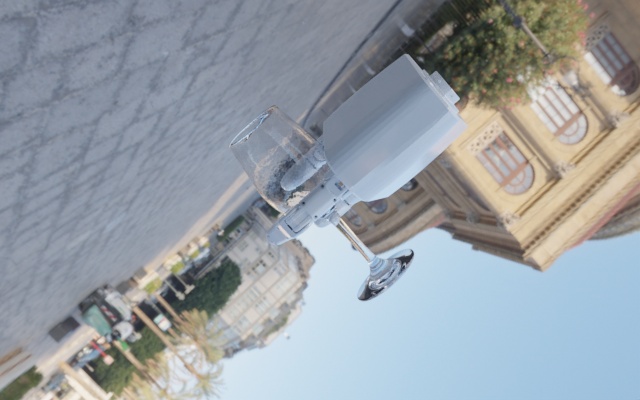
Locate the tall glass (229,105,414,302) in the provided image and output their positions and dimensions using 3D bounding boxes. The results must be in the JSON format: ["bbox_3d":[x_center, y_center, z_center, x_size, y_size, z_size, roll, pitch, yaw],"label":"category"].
[{"bbox_3d":[0.000,0.002,0.472,0.079,0.201,0.079,-42,6,5],"label":"tall glass"}]
